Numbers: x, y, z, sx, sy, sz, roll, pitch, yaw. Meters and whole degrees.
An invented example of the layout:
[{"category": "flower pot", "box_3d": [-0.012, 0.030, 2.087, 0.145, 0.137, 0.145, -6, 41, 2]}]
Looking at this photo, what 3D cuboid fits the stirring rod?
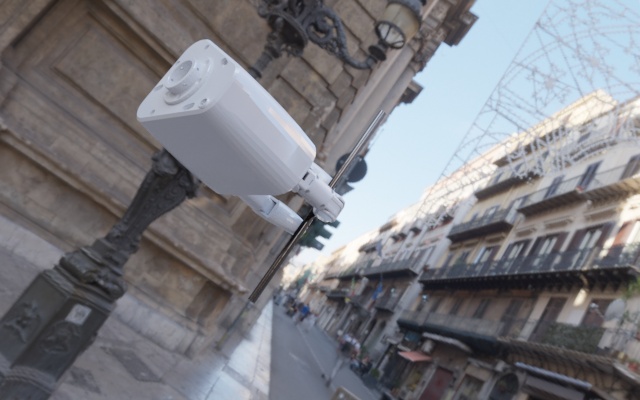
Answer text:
[{"category": "stirring rod", "box_3d": [0.000, 0.002, 0.490, 0.011, 0.239, 0.011, 33, -12, 8]}]
